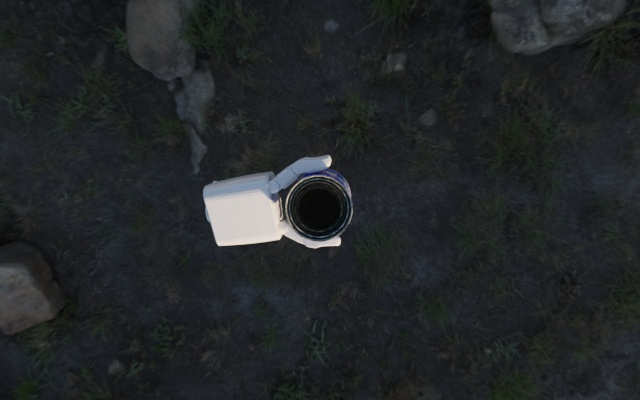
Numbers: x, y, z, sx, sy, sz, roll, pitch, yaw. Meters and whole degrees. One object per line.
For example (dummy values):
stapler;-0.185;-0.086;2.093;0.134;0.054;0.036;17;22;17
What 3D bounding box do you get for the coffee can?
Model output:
coffee can;0.000;0.003;0.784;0.103;0.103;0.140;0;8;2
